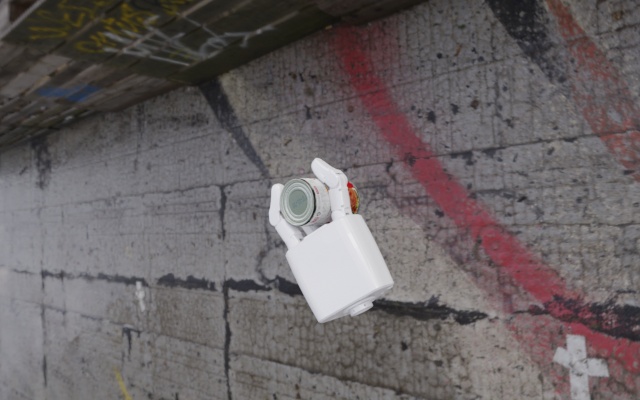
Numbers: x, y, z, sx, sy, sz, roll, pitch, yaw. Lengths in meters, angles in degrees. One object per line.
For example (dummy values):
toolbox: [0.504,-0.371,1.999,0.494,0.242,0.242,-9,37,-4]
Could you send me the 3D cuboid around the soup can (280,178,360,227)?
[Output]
soup can: [0.000,0.002,0.684,0.068,0.068,0.102,0,1,41]
